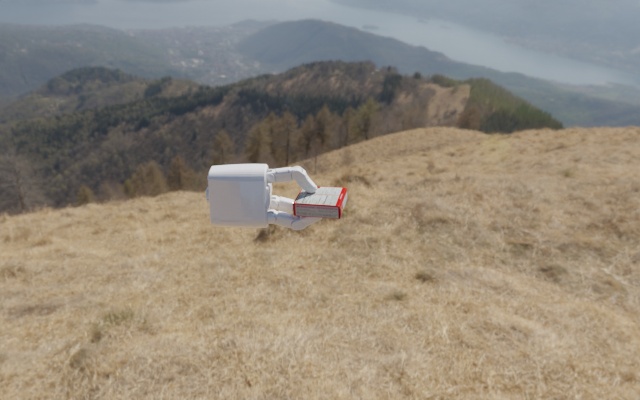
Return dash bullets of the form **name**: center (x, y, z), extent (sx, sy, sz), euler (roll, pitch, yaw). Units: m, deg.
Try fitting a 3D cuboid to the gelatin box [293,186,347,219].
- **gelatin box**: center (0.000, 0.003, 0.887), extent (0.089, 0.030, 0.073), euler (3, 29, 13)
